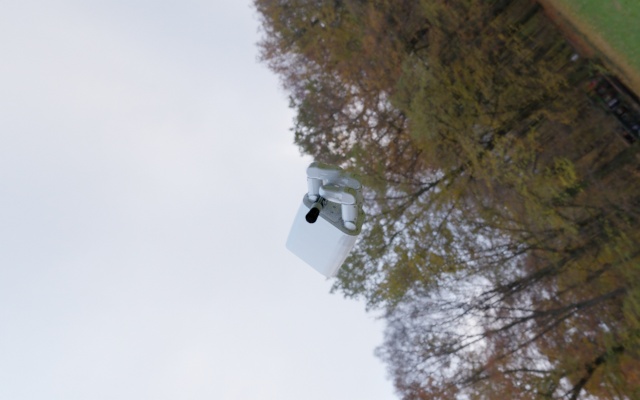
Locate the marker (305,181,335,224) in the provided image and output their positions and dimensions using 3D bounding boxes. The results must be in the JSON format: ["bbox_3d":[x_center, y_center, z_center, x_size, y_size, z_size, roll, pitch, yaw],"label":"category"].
[{"bbox_3d":[0.000,0.002,0.765,0.020,0.020,0.121,0,27,17],"label":"marker"}]
